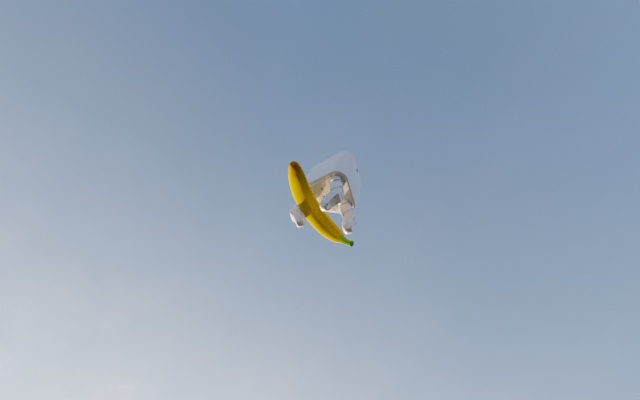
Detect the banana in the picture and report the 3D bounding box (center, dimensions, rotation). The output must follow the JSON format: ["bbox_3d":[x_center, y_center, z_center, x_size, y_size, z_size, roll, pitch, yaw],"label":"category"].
[{"bbox_3d":[-0.010,0.011,0.911,0.069,0.198,0.037,-22,21,46],"label":"banana"}]
